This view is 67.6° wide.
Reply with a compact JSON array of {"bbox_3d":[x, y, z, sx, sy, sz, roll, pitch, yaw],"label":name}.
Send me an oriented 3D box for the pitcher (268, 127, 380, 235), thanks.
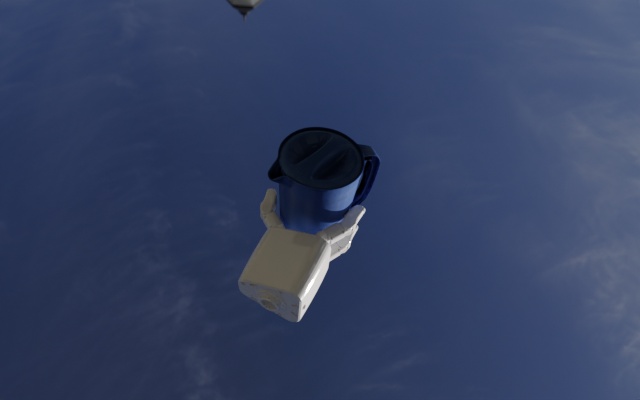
[{"bbox_3d":[0.000,0.003,0.814,0.149,0.145,0.243,20,-38,9],"label":"pitcher"}]
